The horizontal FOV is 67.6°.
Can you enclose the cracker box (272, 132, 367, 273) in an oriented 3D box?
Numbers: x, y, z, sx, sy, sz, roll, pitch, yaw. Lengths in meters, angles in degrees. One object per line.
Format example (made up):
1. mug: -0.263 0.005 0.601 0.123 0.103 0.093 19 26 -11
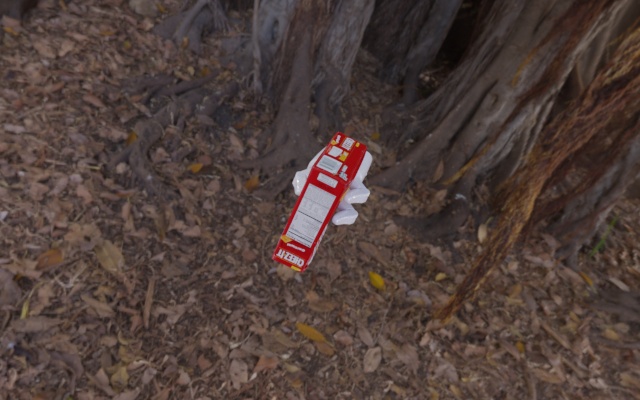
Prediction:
1. cracker box: 0.000 0.003 0.874 0.072 0.214 0.164 27 33 2
